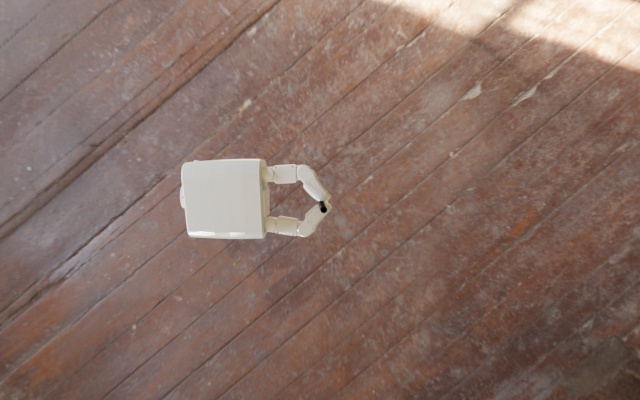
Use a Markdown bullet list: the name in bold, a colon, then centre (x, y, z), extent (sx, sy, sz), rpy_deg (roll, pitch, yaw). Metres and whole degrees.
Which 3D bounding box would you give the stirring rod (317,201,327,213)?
- **stirring rod**: centre (0.000, 0.002, 0.668), extent (0.011, 0.011, 0.239), rpy_deg (0, 4, -2)
